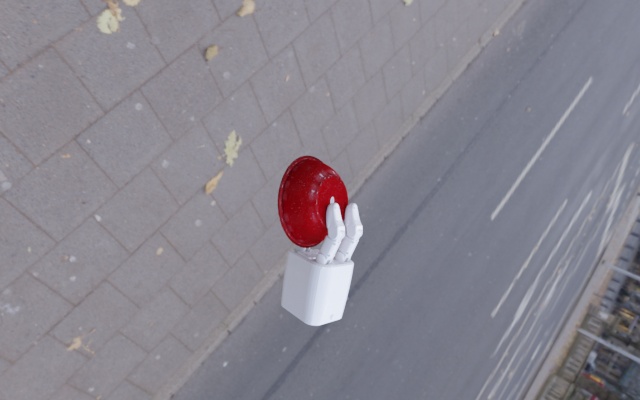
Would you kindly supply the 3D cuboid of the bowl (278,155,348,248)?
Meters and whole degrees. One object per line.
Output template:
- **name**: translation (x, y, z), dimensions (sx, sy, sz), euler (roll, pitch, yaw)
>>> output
- **bowl**: translation (0.000, 0.001, 0.816), dimensions (0.055, 0.162, 0.162), euler (1, 0, 37)
